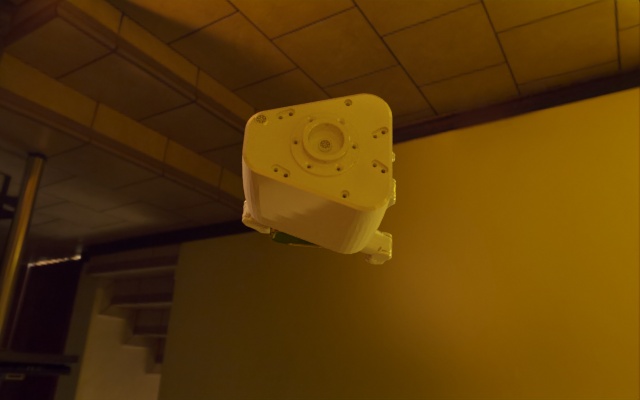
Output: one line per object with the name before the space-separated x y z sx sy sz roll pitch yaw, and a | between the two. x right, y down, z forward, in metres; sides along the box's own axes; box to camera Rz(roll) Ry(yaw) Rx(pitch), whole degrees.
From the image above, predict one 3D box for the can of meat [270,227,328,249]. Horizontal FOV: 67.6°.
can of meat | 0.000 0.002 0.483 0.102 0.084 0.057 5 -21 -7
